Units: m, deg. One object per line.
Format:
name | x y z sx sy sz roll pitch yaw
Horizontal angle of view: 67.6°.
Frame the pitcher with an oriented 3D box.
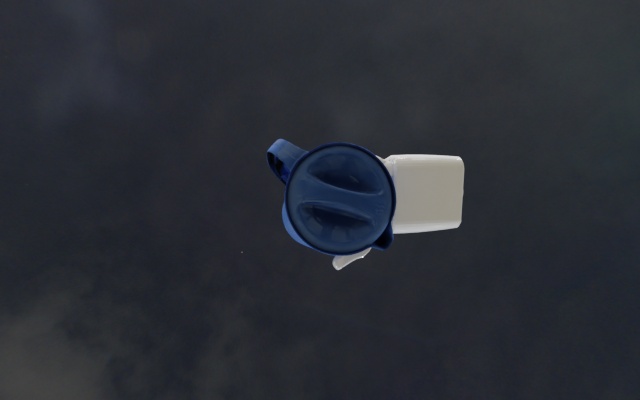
pitcher | 0.000 0.002 0.666 0.145 0.149 0.243 -5 -5 -9
